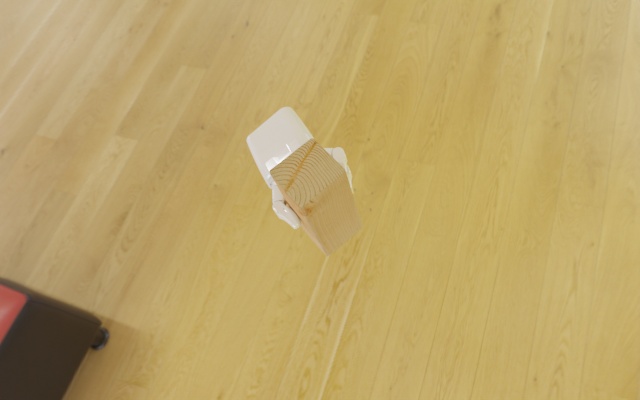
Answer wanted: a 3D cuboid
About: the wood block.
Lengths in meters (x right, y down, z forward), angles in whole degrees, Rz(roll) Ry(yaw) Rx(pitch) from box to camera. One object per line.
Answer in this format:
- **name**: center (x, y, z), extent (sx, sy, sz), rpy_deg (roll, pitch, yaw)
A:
- **wood block**: center (0.000, 0.003, 0.811), extent (0.091, 0.090, 0.206), rpy_deg (-39, -29, -8)
